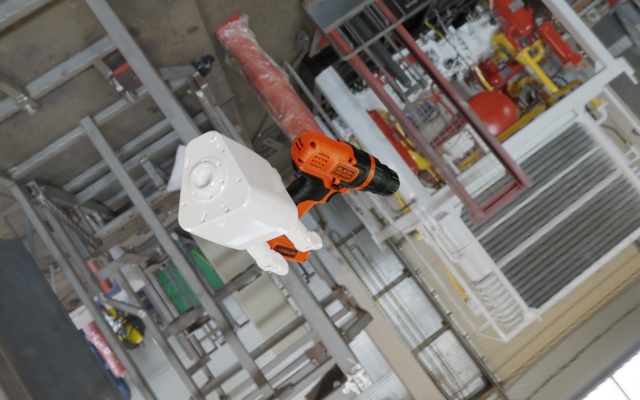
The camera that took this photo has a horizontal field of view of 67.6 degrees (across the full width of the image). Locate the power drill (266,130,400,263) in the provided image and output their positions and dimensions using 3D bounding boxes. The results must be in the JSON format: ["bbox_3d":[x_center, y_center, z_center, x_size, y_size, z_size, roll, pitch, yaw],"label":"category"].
[{"bbox_3d":[0.000,0.002,0.655,0.184,0.188,0.057,21,29,-38],"label":"power drill"}]
